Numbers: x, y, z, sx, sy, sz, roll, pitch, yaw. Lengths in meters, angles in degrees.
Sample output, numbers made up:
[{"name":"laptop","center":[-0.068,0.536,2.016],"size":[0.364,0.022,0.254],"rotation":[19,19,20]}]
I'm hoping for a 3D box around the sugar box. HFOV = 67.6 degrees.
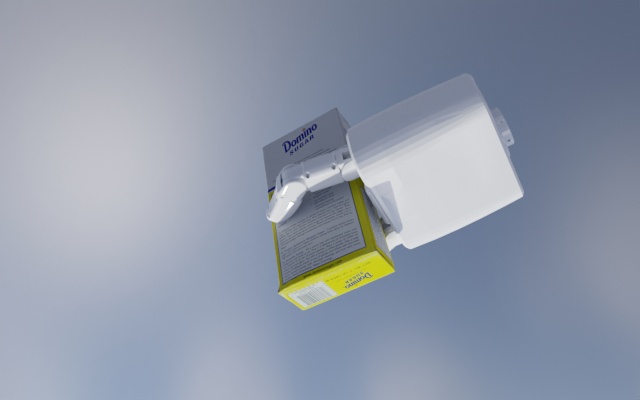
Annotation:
[{"name":"sugar box","center":[0.000,0.002,0.443],"size":[0.093,0.176,0.048],"rotation":[-26,-44,17]}]
